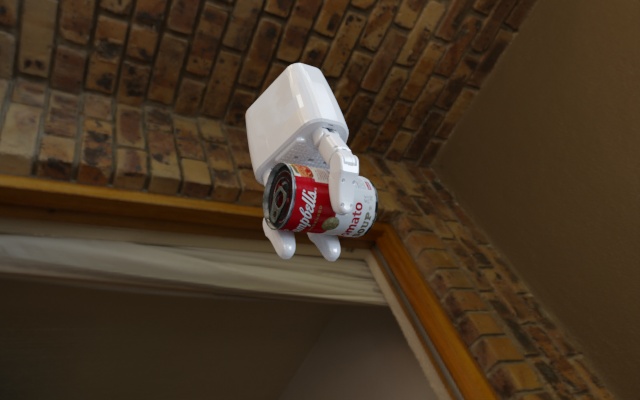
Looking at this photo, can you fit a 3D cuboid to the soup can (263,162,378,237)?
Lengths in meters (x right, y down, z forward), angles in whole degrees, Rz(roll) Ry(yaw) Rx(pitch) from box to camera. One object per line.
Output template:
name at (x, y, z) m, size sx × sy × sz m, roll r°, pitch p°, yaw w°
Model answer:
soup can at (0.001, 0.002, 0.497) m, size 0.102 × 0.068 × 0.068 m, roll 8°, pitch -4°, yaw -30°
